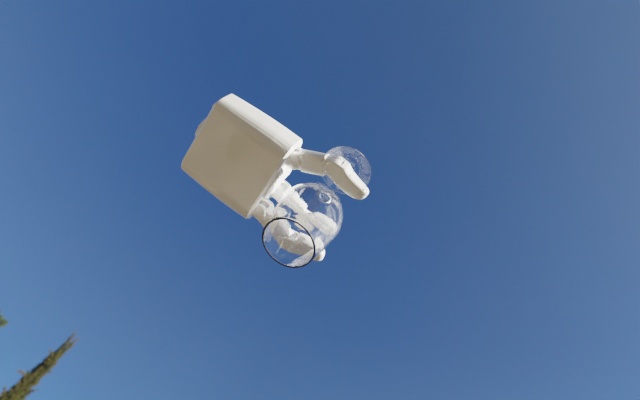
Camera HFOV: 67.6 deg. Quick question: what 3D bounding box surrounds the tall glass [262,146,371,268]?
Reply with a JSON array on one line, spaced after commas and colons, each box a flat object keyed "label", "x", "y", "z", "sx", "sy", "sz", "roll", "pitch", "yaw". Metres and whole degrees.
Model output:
[{"label": "tall glass", "x": 0.000, "y": 0.002, "z": 0.584, "sx": 0.079, "sy": 0.079, "sz": 0.201, "roll": 0, "pitch": 26, "yaw": 22}]
